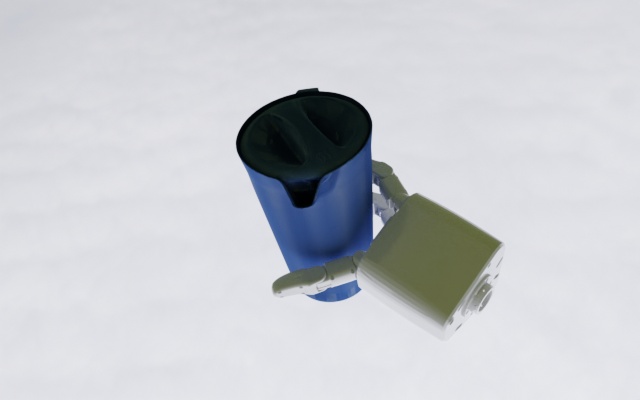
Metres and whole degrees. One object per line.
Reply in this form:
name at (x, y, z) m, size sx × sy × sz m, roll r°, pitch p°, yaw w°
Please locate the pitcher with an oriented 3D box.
pitcher at (0.000, 0.002, 0.549) m, size 0.145 × 0.243 × 0.149 m, roll 32°, pitch 60°, yaw 33°
